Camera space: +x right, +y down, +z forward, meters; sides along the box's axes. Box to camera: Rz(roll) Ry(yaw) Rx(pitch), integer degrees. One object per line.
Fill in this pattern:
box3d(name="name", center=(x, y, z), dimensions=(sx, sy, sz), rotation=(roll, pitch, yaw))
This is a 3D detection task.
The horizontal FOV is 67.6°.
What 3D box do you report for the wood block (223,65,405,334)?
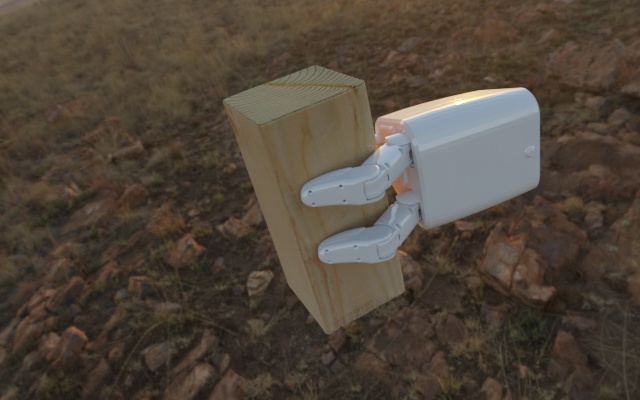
box3d(name="wood block", center=(0.000, 0.001, 0.420), dimensions=(0.090, 0.206, 0.090), rotation=(-25, 32, -16))
